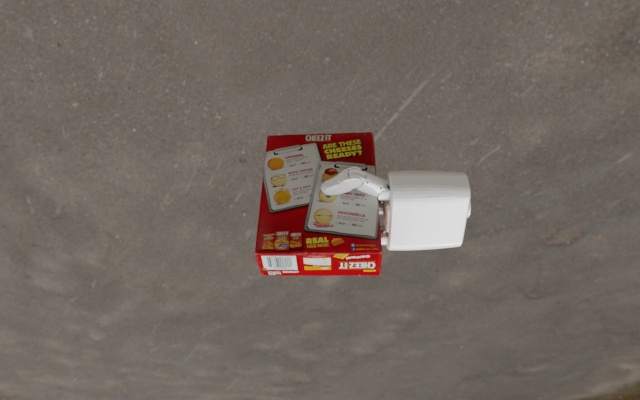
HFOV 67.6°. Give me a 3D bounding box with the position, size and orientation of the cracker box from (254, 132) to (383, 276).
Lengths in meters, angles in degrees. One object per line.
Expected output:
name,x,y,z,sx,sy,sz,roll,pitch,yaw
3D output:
cracker box,0.000,0.002,0.685,0.164,0.213,0.072,-1,-38,2
